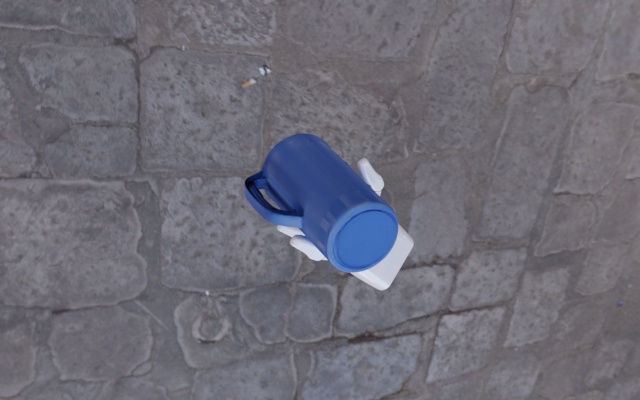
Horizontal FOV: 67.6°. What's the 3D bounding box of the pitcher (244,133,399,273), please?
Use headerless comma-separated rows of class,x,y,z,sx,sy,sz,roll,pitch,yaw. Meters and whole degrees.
pitcher,0.000,0.002,0.710,0.145,0.149,0.242,40,4,-36
